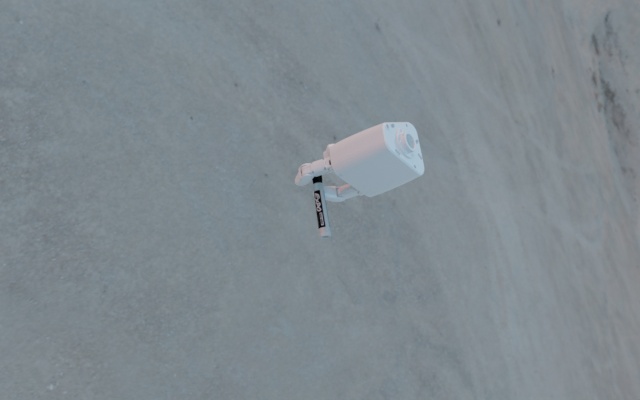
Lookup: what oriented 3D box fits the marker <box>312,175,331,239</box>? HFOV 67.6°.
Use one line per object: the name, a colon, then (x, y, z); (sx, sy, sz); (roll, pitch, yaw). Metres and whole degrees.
marker: (0.000, 0.003, 0.793); (0.020, 0.121, 0.020); (-7, -17, -2)
